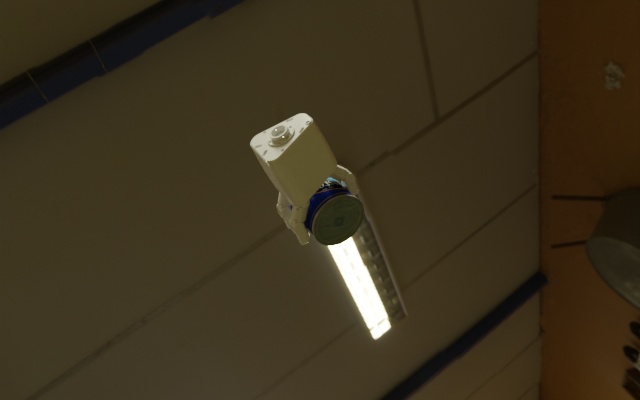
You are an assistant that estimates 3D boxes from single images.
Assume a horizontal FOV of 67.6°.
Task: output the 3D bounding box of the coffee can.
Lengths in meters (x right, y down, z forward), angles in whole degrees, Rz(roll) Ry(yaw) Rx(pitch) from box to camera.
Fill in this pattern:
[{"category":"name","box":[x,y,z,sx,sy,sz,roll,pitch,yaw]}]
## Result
[{"category":"coffee can","box":[0.000,0.003,0.881,0.103,0.103,0.140,0,29,-33]}]
